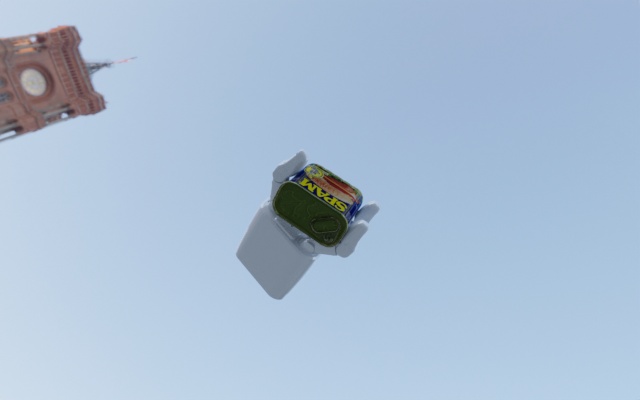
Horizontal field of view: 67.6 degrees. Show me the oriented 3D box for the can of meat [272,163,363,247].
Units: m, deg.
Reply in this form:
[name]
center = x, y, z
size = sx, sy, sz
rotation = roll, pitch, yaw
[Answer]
[can of meat]
center = 0.000, 0.002, 0.641
size = 0.102, 0.057, 0.084
rotation = 34, 32, 5
